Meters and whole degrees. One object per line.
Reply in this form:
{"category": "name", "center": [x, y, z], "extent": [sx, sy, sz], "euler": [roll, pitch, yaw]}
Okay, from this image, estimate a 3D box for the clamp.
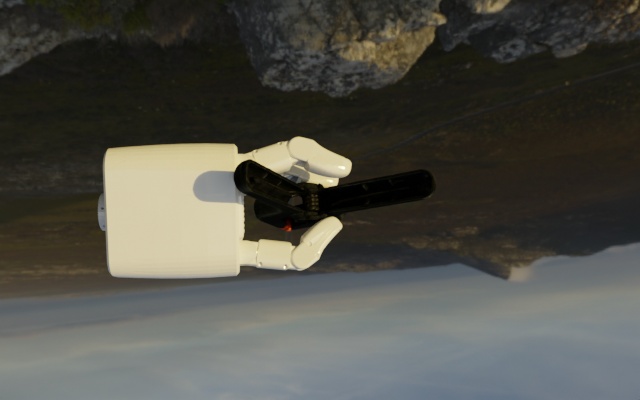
{"category": "clamp", "center": [0.000, 0.002, 0.455], "extent": [0.164, 0.036, 0.210], "euler": [2, -12, -11]}
